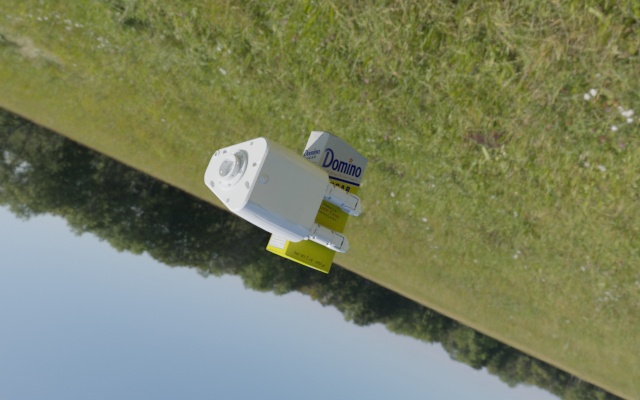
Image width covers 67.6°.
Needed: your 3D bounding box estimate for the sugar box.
[{"bbox_3d":[0.000,0.002,0.661,0.048,0.176,0.093,13,-11,46],"label":"sugar box"}]
